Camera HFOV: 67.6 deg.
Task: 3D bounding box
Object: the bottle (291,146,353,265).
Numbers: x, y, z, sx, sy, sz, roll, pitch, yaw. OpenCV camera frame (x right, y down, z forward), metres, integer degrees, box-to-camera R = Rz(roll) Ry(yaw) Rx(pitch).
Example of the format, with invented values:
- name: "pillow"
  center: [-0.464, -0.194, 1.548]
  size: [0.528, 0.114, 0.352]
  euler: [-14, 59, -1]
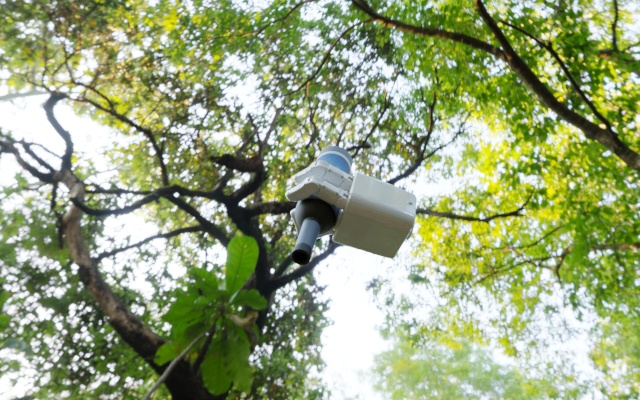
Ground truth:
- name: "bottle"
  center: [0.000, 0.002, 0.773]
  size: [0.069, 0.069, 0.295]
  euler: [0, 31, 13]
